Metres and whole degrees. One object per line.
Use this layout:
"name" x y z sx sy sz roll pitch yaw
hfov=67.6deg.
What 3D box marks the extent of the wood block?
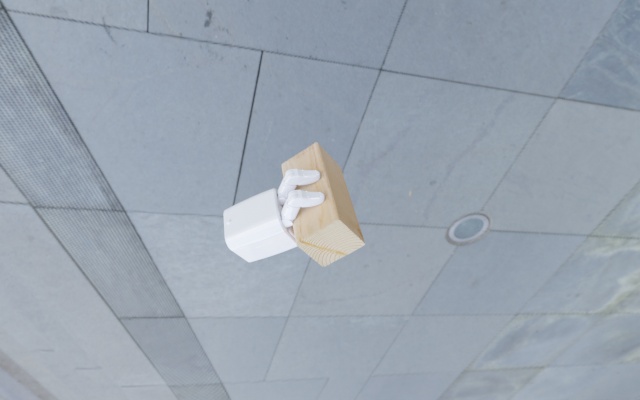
"wood block" 0.000 0.003 0.874 0.090 0.206 0.091 -31 -46 16
